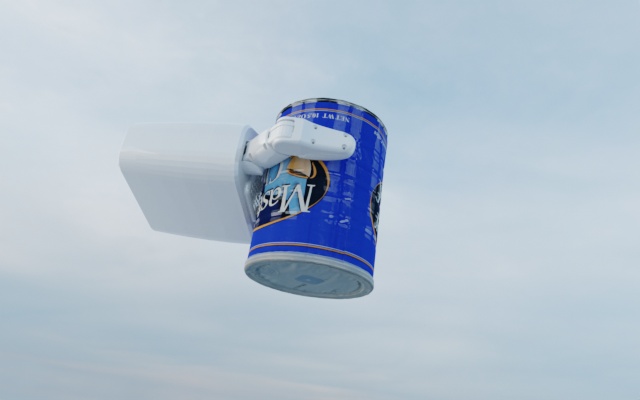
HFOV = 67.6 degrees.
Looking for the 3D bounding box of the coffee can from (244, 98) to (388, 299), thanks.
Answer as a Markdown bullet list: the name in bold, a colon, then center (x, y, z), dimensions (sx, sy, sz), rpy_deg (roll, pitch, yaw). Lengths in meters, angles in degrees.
- **coffee can**: center (0.000, 0.001, 0.403), dimensions (0.103, 0.140, 0.103), rpy_deg (7, -24, 3)
